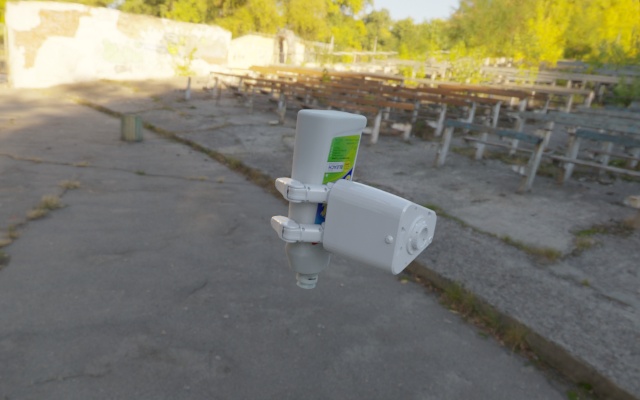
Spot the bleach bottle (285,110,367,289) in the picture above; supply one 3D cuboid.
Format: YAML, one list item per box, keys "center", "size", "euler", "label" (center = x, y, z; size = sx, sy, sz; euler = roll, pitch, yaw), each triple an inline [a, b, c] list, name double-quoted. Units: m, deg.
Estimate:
- center: [0.000, 0.002, 0.674]
  size: [0.068, 0.251, 0.102]
  euler: [18, 18, 35]
  label: "bleach bottle"
